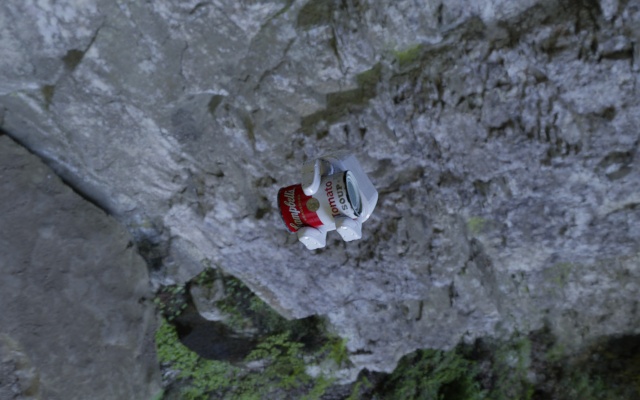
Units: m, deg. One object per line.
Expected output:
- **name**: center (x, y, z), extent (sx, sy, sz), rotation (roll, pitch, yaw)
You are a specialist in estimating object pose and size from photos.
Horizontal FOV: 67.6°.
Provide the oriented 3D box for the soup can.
- **soup can**: center (0.000, 0.002, 0.663), extent (0.102, 0.068, 0.068), rotation (-15, -5, 18)
